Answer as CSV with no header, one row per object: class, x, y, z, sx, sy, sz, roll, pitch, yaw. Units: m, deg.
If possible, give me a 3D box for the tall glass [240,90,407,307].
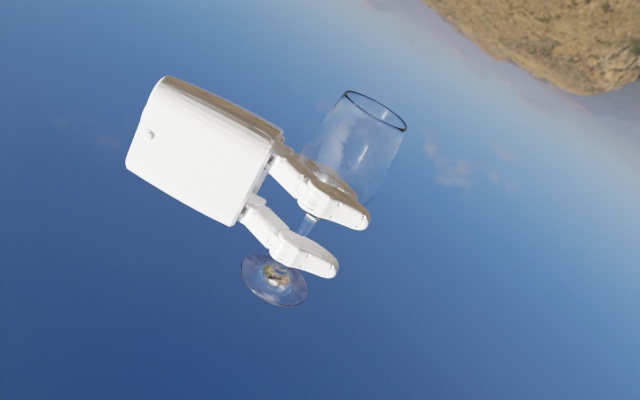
tall glass,0.000,0.002,0.441,0.079,0.201,0.079,26,24,-13
